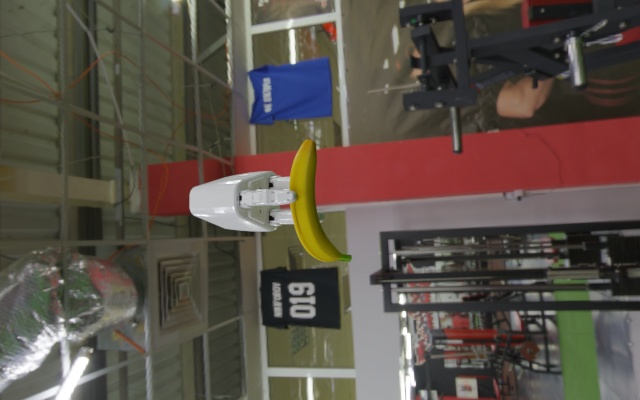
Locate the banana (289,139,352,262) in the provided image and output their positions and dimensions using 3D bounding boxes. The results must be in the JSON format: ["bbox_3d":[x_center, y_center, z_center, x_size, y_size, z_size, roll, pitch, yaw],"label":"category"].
[{"bbox_3d":[-0.013,0.012,0.703,0.069,0.198,0.037,-27,17,-35],"label":"banana"}]
